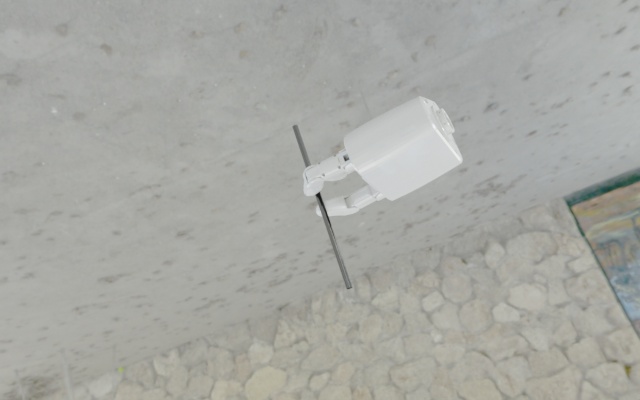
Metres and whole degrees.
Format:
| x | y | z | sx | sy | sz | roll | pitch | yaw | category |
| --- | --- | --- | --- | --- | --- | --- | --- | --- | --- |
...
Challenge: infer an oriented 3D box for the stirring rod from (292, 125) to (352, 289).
| x | y | z | sx | sy | sz | roll | pitch | yaw | category |
| --- | --- | --- | --- | --- | --- | --- | --- | --- | --- |
| 0.000 | 0.002 | 0.635 | 0.011 | 0.239 | 0.011 | -16 | -20 | -6 | stirring rod |
